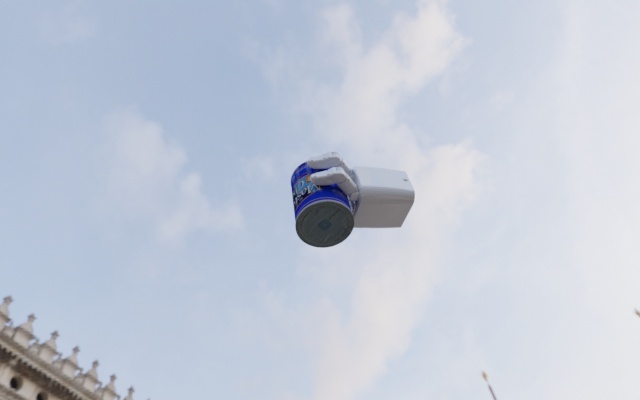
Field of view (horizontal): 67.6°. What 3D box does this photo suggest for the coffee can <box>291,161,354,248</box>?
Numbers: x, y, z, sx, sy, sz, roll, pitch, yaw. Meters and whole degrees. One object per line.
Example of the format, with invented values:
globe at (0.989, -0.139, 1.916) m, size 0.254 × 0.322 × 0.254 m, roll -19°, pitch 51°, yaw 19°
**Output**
coffee can at (0.000, 0.003, 0.877) m, size 0.103 × 0.103 × 0.140 m, roll 0°, pitch 36°, yaw -8°
